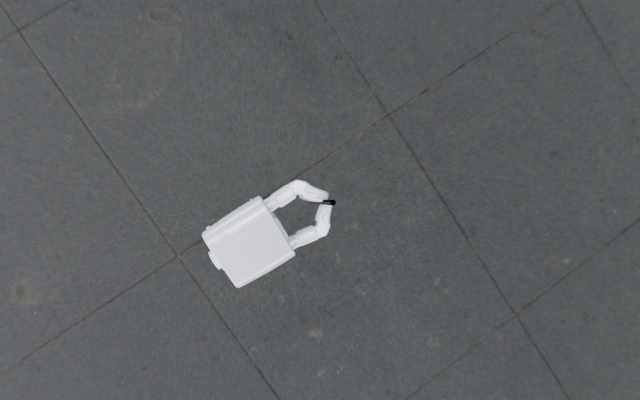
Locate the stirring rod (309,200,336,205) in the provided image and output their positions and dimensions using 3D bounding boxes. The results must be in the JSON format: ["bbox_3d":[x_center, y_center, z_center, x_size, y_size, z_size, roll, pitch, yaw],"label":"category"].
[{"bbox_3d":[0.000,0.003,0.776,0.011,0.011,0.239,0,0,-8],"label":"stirring rod"}]
